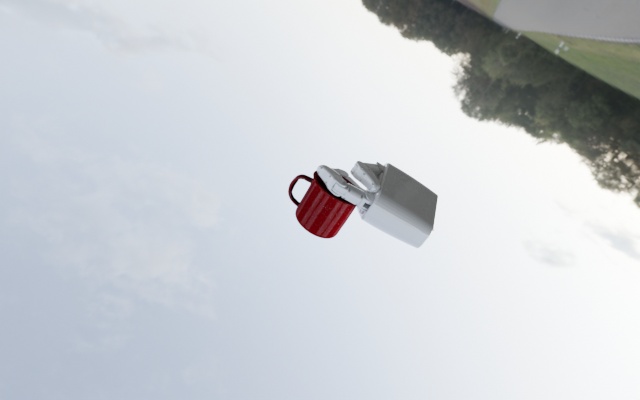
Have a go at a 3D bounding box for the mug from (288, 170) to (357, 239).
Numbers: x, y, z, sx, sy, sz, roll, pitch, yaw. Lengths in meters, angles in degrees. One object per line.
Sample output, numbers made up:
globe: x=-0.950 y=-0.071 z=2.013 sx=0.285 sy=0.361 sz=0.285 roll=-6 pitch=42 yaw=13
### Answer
mug: x=-0.001 y=0.002 z=0.786 sx=0.117 sy=0.081 sz=0.093 roll=30 pitch=26 yaw=-5
